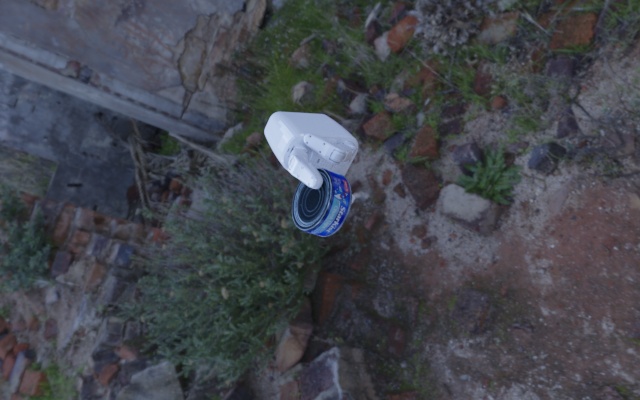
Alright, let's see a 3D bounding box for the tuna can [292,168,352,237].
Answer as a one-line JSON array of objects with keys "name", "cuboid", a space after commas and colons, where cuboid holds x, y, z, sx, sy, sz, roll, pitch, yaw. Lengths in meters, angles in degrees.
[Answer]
[{"name": "tuna can", "cuboid": [0.000, 0.002, 0.616, 0.034, 0.086, 0.086, 18, -11, -35]}]
